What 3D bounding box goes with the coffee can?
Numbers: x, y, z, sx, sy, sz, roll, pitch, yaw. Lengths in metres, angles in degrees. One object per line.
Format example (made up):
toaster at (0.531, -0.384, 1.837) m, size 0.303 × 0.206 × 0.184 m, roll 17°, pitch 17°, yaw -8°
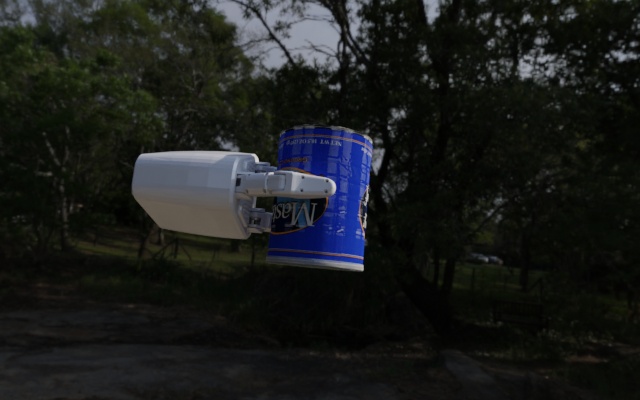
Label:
coffee can at (0.000, 0.002, 0.512) m, size 0.103 × 0.140 × 0.103 m, roll 5°, pitch -9°, yaw 1°
